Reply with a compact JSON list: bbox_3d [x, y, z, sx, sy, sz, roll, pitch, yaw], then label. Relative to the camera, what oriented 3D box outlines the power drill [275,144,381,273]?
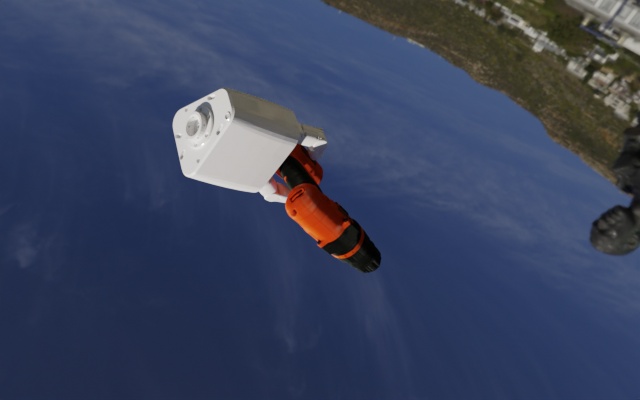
[{"bbox_3d":[0.000,0.002,0.647,0.184,0.057,0.187,45,7,-42],"label":"power drill"}]
